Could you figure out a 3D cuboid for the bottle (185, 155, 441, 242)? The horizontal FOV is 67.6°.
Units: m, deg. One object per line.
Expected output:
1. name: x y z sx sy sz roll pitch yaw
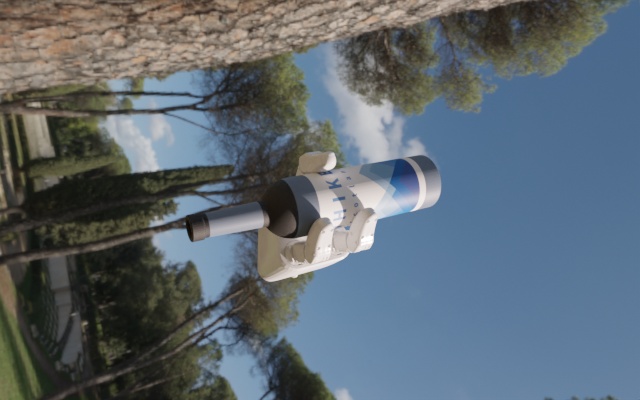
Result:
1. bottle: 0.000 0.002 0.532 0.295 0.069 0.069 -11 5 -27
